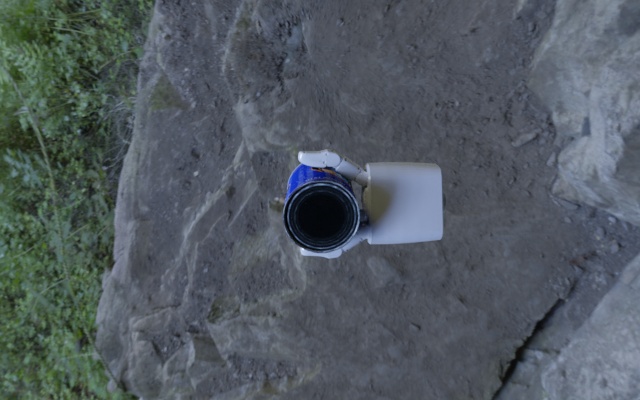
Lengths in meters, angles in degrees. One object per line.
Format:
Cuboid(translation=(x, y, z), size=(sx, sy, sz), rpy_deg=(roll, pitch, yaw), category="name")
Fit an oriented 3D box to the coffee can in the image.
Cuboid(translation=(0.000, 0.002, 0.691), size=(0.103, 0.103, 0.140), rpy_deg=(0, 17, -1), category="coffee can")
